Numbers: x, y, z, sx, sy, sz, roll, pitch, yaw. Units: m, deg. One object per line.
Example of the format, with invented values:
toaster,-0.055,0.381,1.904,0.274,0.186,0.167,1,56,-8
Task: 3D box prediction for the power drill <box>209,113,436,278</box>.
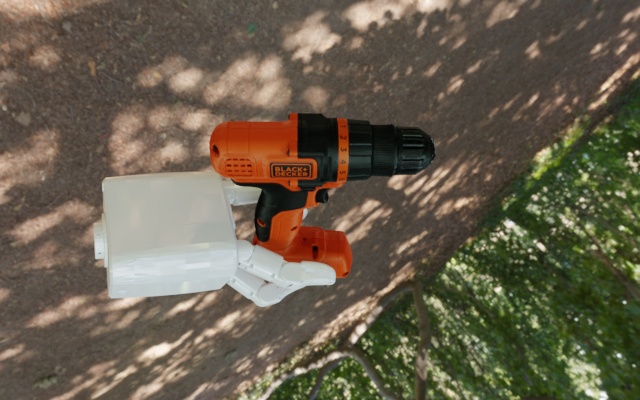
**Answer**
power drill,0.000,0.002,0.445,0.184,0.057,0.188,2,-42,-2
